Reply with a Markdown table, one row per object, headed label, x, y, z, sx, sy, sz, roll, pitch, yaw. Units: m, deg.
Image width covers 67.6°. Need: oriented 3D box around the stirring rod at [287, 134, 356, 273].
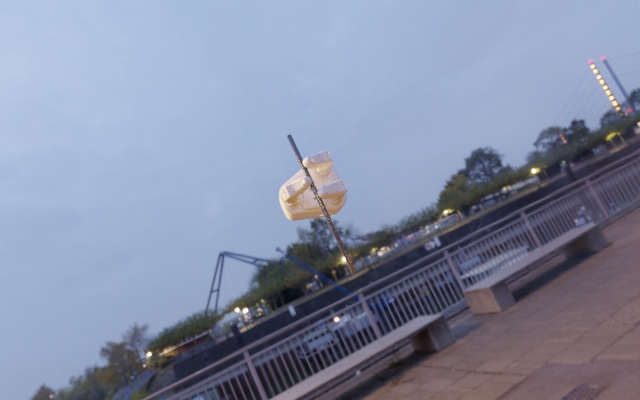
| label | x | y | z | sx | sy | sz | roll | pitch | yaw |
| --- | --- | --- | --- | --- | --- | --- | --- | --- | --- |
| stirring rod | 0.000 | 0.003 | 0.751 | 0.011 | 0.239 | 0.011 | -25 | -9 | -4 |
